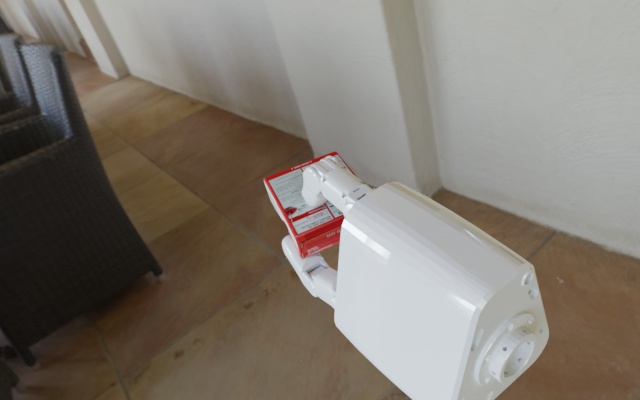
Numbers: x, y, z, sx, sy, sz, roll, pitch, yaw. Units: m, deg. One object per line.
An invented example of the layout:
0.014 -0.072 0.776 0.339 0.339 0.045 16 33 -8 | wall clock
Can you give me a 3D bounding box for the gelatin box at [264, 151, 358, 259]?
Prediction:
0.000 0.001 0.413 0.073 0.030 0.089 -22 43 -11 | gelatin box
